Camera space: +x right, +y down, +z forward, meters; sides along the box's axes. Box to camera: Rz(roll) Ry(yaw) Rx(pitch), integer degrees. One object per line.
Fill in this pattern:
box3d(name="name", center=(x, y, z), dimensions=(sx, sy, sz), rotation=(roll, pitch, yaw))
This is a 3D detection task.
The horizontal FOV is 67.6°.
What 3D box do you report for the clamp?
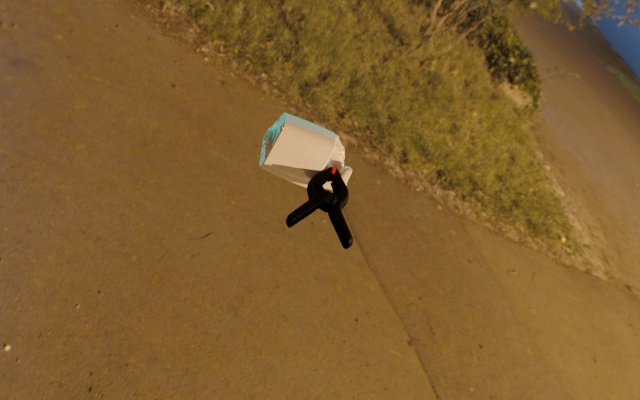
box3d(name="clamp", center=(0.001, 0.002, 0.850), dimensions=(0.120, 0.171, 0.039), rotation=(19, -46, -20))
